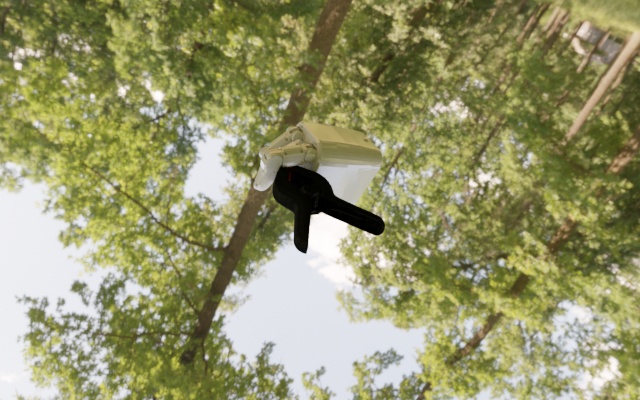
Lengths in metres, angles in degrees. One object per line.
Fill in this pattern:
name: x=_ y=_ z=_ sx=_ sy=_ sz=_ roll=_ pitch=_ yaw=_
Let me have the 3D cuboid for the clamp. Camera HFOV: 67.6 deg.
clamp: x=0.000 y=0.002 z=0.603 sx=0.120 sy=0.039 sz=0.171 roll=0 pitch=36 yaw=-27
